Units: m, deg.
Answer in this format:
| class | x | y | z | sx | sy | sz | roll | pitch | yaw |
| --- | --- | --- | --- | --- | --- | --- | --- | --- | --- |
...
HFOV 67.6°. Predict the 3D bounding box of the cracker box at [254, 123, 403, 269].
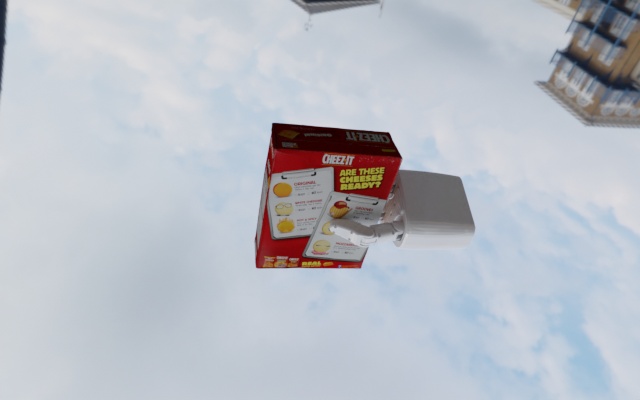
| class | x | y | z | sx | sy | sz | roll | pitch | yaw |
| --- | --- | --- | --- | --- | --- | --- | --- | --- | --- |
| cracker box | 0.000 | 0.002 | 0.665 | 0.164 | 0.214 | 0.072 | 2 | 40 | -14 |
